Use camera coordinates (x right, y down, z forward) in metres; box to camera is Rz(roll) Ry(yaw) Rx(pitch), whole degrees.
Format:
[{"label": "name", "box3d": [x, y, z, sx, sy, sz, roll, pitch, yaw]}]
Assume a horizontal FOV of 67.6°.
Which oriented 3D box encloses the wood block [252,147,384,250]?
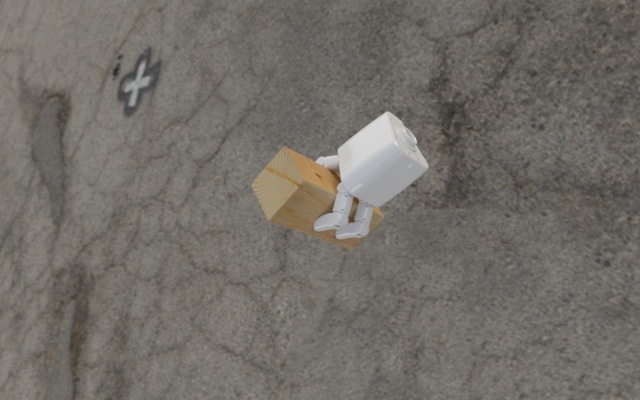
[{"label": "wood block", "box3d": [0.000, 0.002, 0.804, 0.206, 0.090, 0.090, 24, 26, -43]}]
